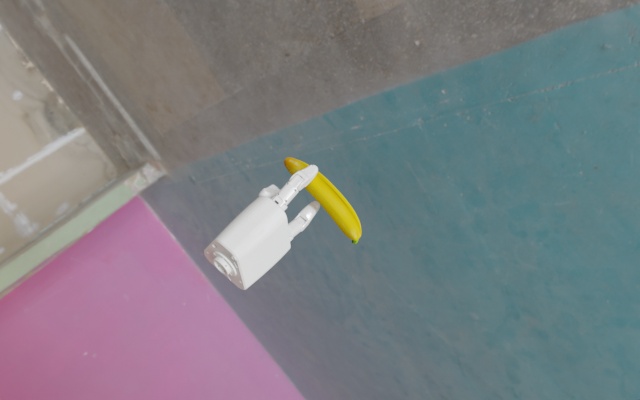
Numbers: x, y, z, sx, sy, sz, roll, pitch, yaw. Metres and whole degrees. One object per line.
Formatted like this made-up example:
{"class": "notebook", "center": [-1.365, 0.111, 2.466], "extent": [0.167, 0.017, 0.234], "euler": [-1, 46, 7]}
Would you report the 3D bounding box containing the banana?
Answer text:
{"class": "banana", "center": [0.012, 0.002, 0.807], "extent": [0.037, 0.198, 0.069], "euler": [-45, 13, -30]}
